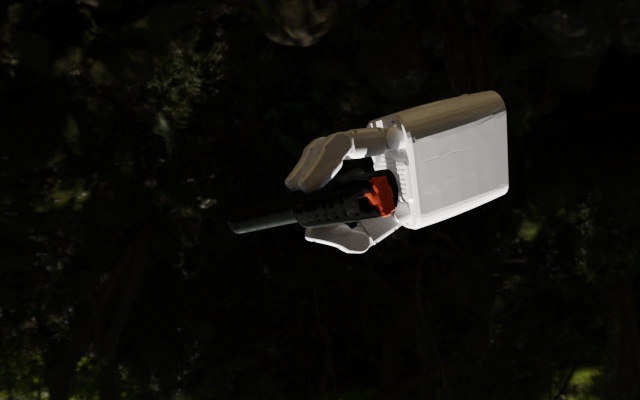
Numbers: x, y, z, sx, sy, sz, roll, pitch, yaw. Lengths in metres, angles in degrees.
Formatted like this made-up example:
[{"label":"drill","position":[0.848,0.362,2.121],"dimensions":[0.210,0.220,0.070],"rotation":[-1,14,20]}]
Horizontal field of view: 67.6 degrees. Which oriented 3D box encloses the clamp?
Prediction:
[{"label":"clamp","position":[0.001,0.002,0.441],"dimensions":[0.164,0.036,0.210],"rotation":[-21,7,-14]}]
